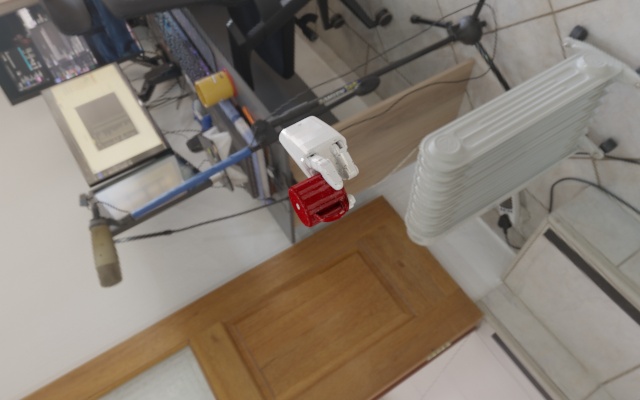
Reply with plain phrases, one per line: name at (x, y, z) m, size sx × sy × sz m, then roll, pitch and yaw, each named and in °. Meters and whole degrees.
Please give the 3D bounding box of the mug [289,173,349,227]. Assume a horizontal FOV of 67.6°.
mug at (0.001, 0.004, 0.860) m, size 0.081 × 0.093 × 0.117 m, roll -27°, pitch 42°, yaw -15°
